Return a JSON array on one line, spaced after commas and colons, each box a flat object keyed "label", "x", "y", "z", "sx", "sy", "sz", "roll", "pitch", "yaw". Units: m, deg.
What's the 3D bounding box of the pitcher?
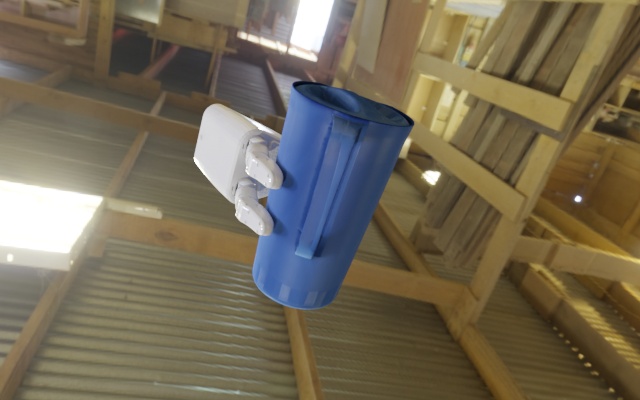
[{"label": "pitcher", "x": 0.000, "y": 0.002, "z": 0.530, "sx": 0.149, "sy": 0.243, "sz": 0.145, "roll": -4, "pitch": 30, "yaw": -42}]
